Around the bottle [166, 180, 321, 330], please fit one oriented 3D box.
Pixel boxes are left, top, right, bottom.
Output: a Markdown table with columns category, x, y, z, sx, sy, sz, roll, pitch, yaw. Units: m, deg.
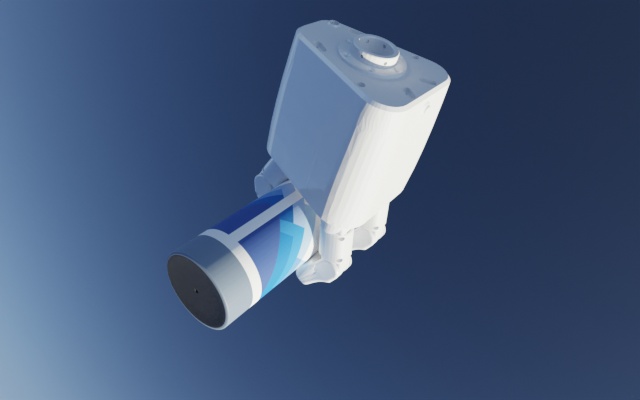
| category | x | y | z | sx | sy | sz | roll | pitch | yaw |
| --- | --- | --- | --- | --- | --- | --- | --- | --- | --- |
| bottle | 0.000 | 0.002 | 0.439 | 0.069 | 0.069 | 0.295 | 0 | 26 | 43 |
